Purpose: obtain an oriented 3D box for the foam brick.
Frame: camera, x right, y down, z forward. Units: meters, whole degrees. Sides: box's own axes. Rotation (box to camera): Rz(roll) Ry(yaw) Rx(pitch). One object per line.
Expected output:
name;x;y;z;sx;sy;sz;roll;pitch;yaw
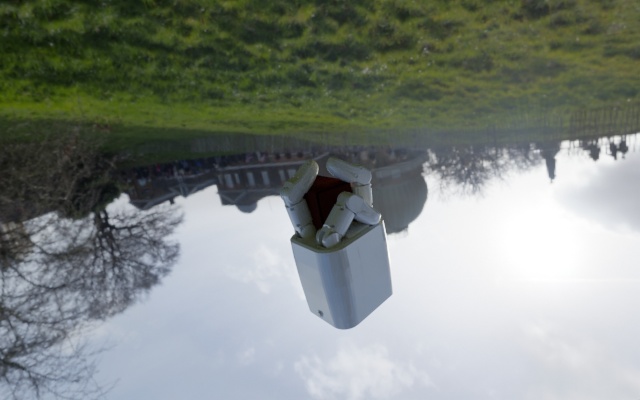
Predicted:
foam brick;0.000;0.002;0.606;0.053;0.051;0.078;-21;18;-27
